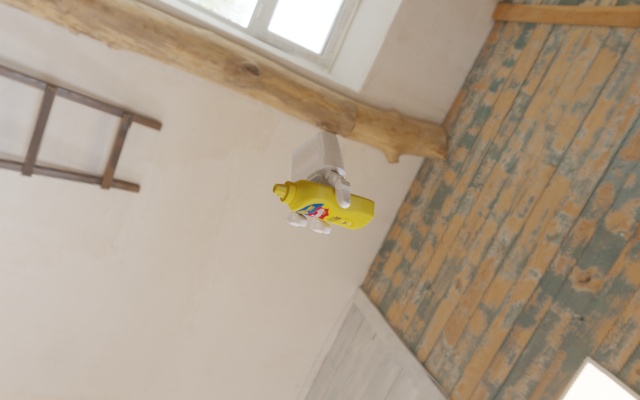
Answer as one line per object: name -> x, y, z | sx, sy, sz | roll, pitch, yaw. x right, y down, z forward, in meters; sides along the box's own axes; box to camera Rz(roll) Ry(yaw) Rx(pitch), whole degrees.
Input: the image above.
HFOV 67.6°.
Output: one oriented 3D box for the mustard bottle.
mustard bottle -> 0.000, 0.003, 0.891 | 0.192, 0.058, 0.096 | 18, -21, -26
